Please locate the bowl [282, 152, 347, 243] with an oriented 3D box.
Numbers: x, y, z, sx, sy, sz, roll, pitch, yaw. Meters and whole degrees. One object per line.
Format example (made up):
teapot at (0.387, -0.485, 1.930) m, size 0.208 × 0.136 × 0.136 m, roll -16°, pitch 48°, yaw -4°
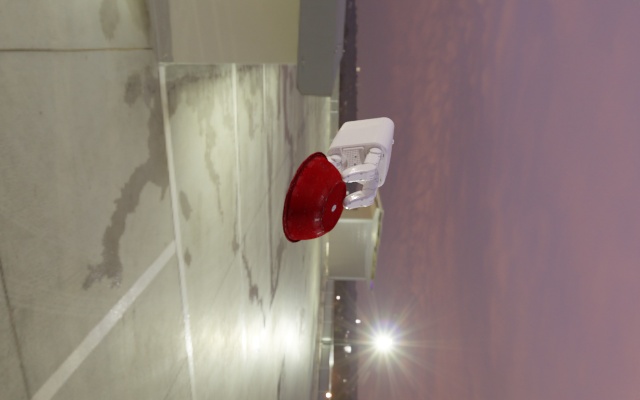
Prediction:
bowl at (0.000, 0.004, 0.804) m, size 0.055 × 0.162 × 0.162 m, roll 19°, pitch 7°, yaw 22°
